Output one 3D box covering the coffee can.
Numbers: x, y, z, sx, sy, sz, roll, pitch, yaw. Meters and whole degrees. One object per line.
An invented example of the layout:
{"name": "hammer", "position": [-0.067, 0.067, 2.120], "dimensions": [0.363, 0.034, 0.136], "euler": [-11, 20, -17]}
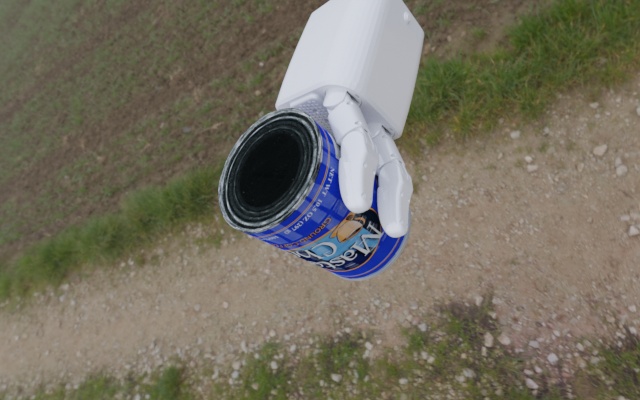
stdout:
{"name": "coffee can", "position": [0.000, 0.002, 0.407], "dimensions": [0.103, 0.102, 0.140], "euler": [0, -22, 39]}
